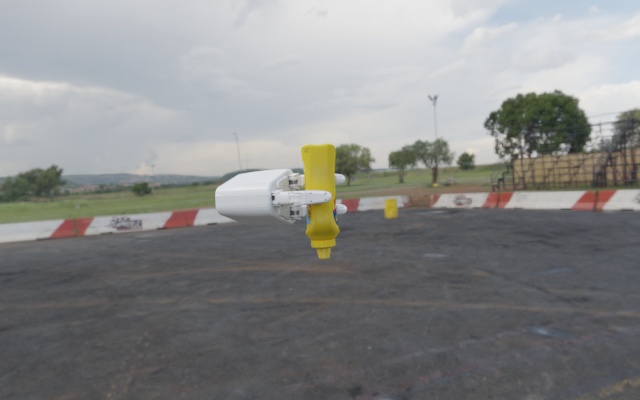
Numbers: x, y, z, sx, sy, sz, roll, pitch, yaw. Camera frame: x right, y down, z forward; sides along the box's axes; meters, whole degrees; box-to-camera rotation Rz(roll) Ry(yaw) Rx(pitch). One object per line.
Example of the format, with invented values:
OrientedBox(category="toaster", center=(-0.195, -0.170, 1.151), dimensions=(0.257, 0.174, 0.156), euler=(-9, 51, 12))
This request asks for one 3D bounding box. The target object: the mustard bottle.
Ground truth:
OrientedBox(category="mustard bottle", center=(0.000, 0.002, 0.805), dimensions=(0.058, 0.191, 0.096), euler=(-3, 2, -4))
